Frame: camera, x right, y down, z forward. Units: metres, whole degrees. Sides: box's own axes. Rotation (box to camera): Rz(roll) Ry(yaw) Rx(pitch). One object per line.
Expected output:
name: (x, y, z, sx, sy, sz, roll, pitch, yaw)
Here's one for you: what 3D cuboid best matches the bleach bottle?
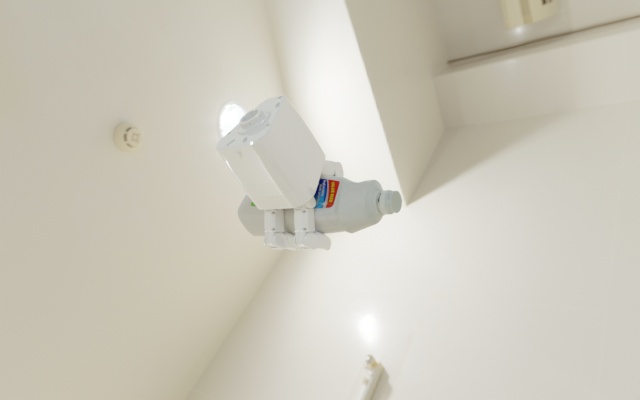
bleach bottle: (0.000, 0.002, 0.669, 0.251, 0.068, 0.102, -4, 41, 39)
